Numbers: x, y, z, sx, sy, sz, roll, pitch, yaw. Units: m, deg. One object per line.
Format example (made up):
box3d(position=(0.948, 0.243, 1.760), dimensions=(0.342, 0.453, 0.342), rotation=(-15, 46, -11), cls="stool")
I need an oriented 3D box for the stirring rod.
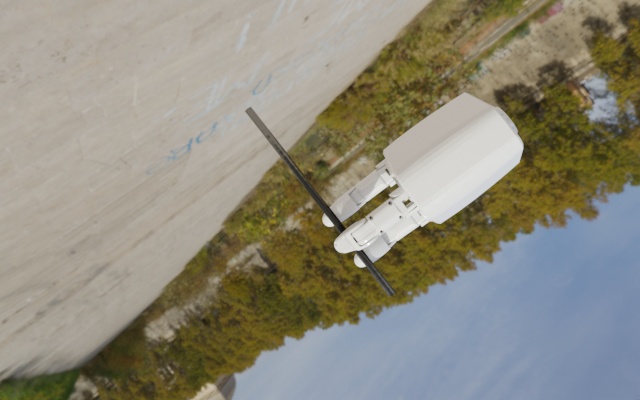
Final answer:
box3d(position=(0.000, 0.001, 0.489), dimensions=(0.011, 0.239, 0.011), rotation=(-38, 1, 1), cls="stirring rod")
